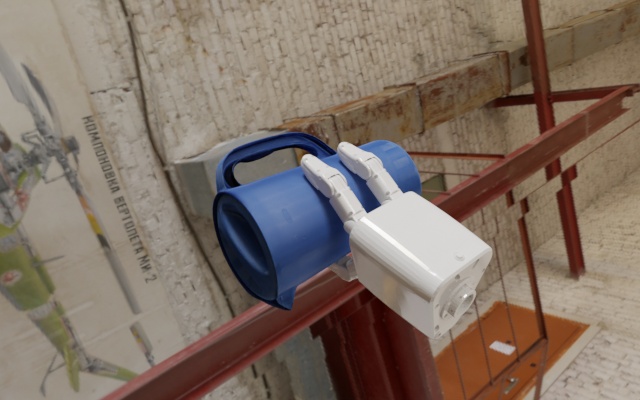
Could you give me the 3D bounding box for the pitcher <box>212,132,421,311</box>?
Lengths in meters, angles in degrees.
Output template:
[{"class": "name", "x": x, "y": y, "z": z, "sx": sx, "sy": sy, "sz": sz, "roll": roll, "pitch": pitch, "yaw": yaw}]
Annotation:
[{"class": "pitcher", "x": 0.000, "y": 0.002, "z": 0.574, "sx": 0.243, "sy": 0.149, "sz": 0.145, "roll": -25, "pitch": 45, "yaw": -32}]
